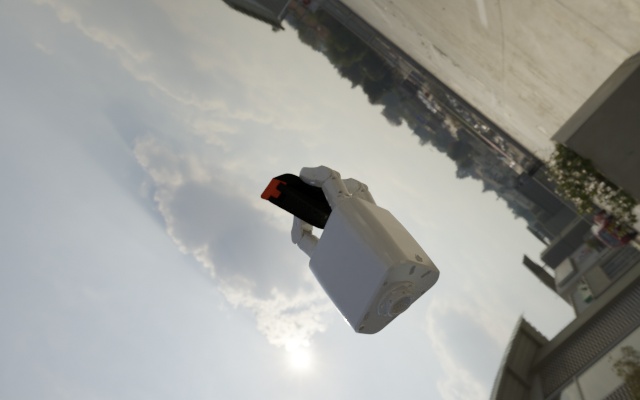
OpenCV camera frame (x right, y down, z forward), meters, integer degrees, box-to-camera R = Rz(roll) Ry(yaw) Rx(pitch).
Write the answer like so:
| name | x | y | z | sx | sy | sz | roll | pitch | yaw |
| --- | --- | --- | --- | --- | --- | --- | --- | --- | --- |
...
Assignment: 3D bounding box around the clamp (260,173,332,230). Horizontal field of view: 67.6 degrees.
| name | x | y | z | sx | sy | sz | roll | pitch | yaw |
| --- | --- | --- | --- | --- | --- | --- | --- | --- | --- |
| clamp | -0.001 | 0.003 | 0.623 | 0.210 | 0.036 | 0.164 | 21 | 20 | -44 |
